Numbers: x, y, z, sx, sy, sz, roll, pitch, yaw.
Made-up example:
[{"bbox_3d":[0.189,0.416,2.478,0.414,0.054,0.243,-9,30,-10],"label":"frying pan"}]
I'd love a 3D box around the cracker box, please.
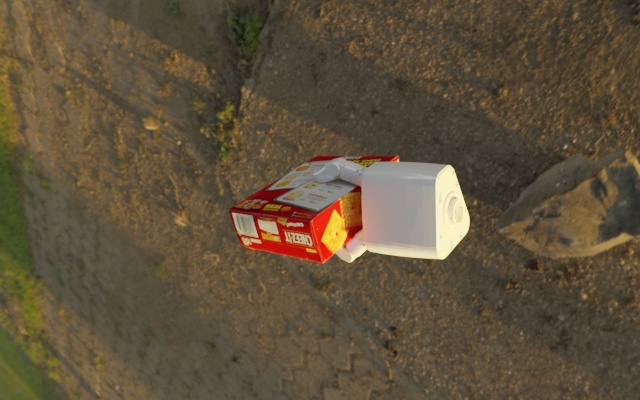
[{"bbox_3d":[0.000,0.002,0.709,0.164,0.072,0.213,5,28,40],"label":"cracker box"}]
